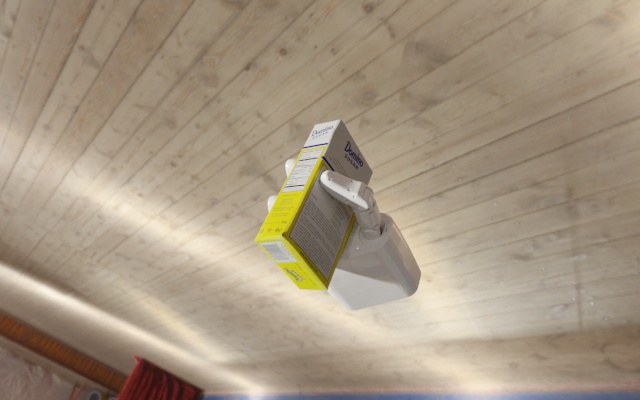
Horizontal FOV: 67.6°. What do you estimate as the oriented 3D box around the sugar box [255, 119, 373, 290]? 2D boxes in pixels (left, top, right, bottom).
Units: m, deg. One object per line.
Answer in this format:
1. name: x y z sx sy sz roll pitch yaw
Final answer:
1. sugar box: 0.000 0.002 0.539 0.048 0.176 0.093 -7 -46 34
